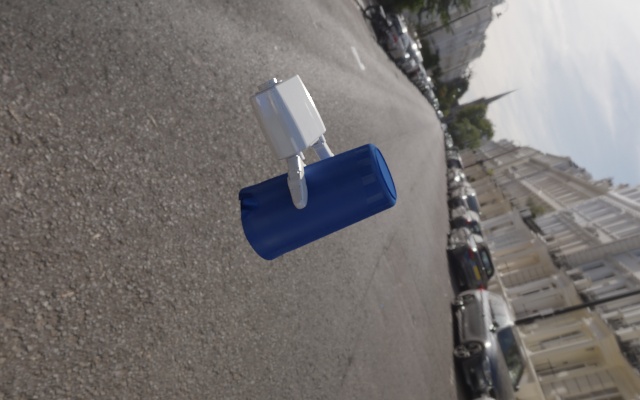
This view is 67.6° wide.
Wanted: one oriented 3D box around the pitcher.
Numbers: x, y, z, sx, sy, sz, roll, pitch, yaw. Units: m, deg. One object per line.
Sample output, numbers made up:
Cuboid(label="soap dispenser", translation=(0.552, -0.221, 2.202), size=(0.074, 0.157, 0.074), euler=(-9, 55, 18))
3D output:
Cuboid(label="pitcher", translation=(0.000, 0.002, 0.794), size=(0.243, 0.145, 0.149), euler=(-21, 14, 17))
